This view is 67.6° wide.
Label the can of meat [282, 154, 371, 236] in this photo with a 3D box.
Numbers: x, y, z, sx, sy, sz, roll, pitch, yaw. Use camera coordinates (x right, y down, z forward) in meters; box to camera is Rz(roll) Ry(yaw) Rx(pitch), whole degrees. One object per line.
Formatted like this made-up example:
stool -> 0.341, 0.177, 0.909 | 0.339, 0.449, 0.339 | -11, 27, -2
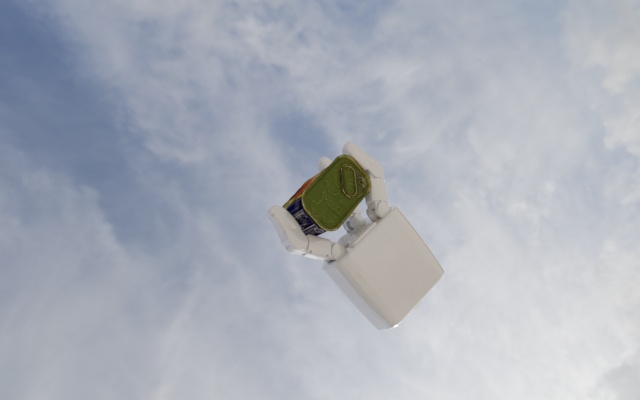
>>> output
can of meat -> 0.000, 0.002, 0.579 | 0.102, 0.057, 0.084 | -48, 10, -35
